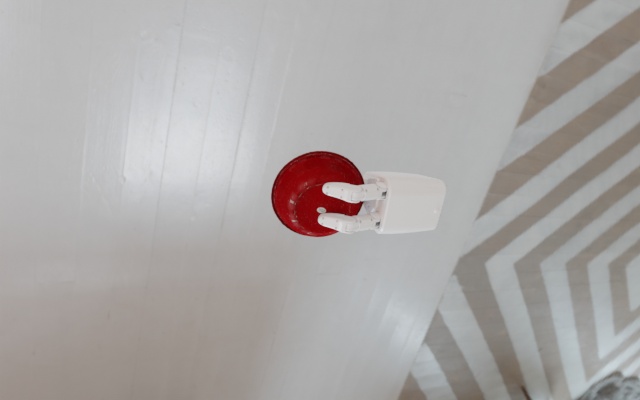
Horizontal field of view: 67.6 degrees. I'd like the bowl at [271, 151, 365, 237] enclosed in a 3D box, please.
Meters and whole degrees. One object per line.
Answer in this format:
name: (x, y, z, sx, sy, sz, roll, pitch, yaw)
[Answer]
bowl: (-0.001, 0.003, 0.787, 0.162, 0.162, 0.055, 0, 27, -8)
